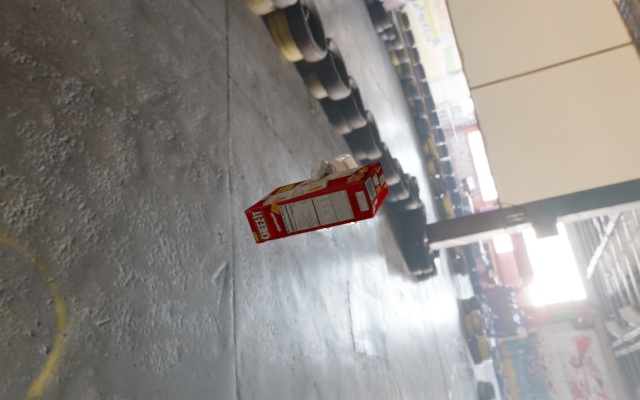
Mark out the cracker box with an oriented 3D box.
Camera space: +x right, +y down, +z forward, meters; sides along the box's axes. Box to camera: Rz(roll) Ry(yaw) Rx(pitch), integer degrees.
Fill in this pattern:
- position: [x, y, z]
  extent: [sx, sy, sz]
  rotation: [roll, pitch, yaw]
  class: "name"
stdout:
- position: [0.000, 0.003, 0.840]
  extent: [0.214, 0.072, 0.164]
  rotation: [-14, 11, 20]
  class: "cracker box"
